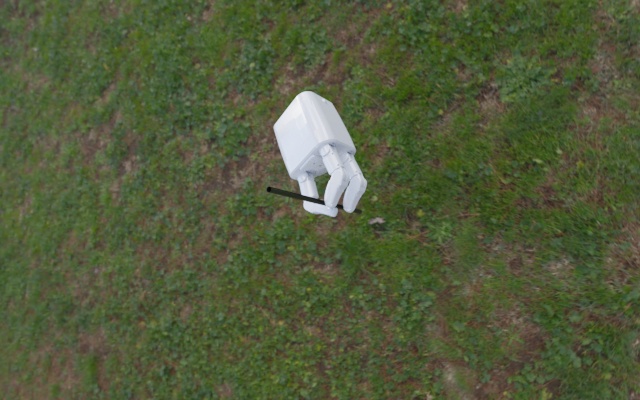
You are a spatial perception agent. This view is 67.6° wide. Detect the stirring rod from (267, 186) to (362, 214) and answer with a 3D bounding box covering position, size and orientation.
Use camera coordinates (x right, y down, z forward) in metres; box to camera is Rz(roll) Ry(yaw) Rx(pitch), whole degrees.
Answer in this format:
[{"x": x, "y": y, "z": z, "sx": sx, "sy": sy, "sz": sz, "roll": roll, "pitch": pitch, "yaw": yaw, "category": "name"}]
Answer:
[{"x": 0.000, "y": 0.002, "z": 0.727, "sx": 0.011, "sy": 0.011, "sz": 0.239, "roll": 0, "pitch": -8, "yaw": 35, "category": "stirring rod"}]
